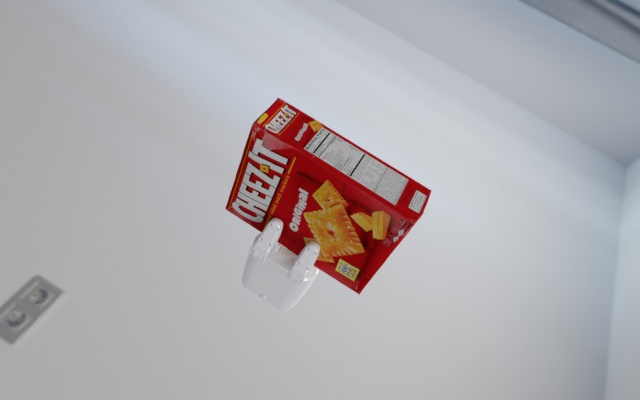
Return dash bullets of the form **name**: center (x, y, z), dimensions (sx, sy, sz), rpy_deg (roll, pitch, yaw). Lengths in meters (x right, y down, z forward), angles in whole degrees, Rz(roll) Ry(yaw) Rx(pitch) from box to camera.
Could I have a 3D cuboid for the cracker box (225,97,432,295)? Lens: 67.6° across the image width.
- **cracker box**: center (0.000, 0.002, 0.591), dimensions (0.213, 0.164, 0.072), rpy_deg (32, 46, 3)
